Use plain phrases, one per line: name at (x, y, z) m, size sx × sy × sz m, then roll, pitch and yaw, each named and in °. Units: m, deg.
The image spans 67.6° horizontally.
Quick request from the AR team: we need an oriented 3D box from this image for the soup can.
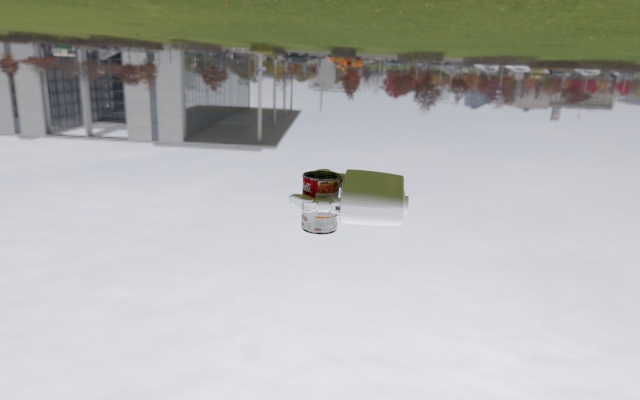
soup can at (0.000, 0.003, 0.860) m, size 0.068 × 0.102 × 0.068 m, roll 3°, pitch 16°, yaw -1°
